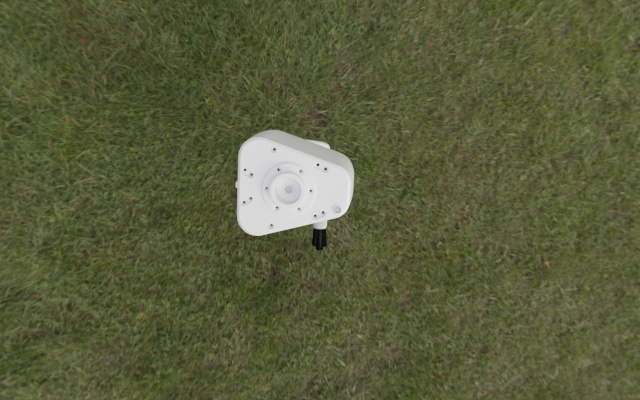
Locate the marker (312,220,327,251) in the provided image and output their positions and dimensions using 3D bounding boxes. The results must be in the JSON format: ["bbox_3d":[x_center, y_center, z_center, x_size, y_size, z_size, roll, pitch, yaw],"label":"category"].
[{"bbox_3d":[0.000,0.002,0.584,0.020,0.121,0.020,2,10,0],"label":"marker"}]
